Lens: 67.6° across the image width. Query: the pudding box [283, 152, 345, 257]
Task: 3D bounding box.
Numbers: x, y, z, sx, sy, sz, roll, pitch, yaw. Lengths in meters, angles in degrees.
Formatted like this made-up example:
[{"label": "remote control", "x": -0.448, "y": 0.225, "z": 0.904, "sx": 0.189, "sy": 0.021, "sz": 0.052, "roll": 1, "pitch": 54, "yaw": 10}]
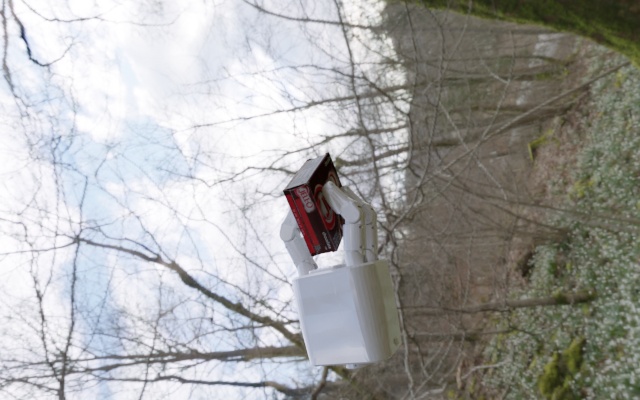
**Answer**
[{"label": "pudding box", "x": 0.000, "y": 0.002, "z": 0.585, "sx": 0.039, "sy": 0.090, "sz": 0.113, "roll": -16, "pitch": 19, "yaw": 18}]
